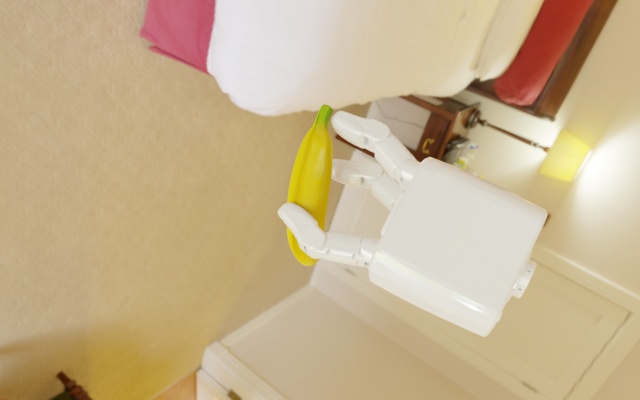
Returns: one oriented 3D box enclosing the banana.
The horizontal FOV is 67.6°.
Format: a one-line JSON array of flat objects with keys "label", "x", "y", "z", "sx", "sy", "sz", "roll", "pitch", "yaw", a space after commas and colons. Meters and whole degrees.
[{"label": "banana", "x": -0.008, "y": 0.008, "z": 0.480, "sx": 0.037, "sy": 0.198, "sz": 0.069, "roll": 22, "pitch": 39, "yaw": 17}]
